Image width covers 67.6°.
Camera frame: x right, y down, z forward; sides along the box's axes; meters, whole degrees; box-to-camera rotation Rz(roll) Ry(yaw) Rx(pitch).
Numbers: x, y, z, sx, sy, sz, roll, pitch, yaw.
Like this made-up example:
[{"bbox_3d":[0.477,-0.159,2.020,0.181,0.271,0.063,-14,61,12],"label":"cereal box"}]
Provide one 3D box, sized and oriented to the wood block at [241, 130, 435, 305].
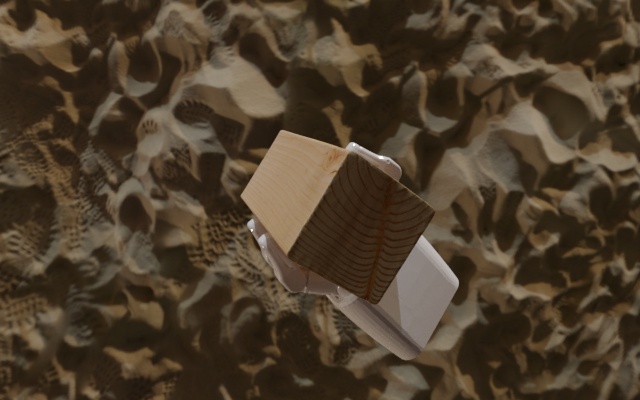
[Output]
[{"bbox_3d":[0.001,0.001,0.446,0.090,0.091,0.206,32,0,-22],"label":"wood block"}]
